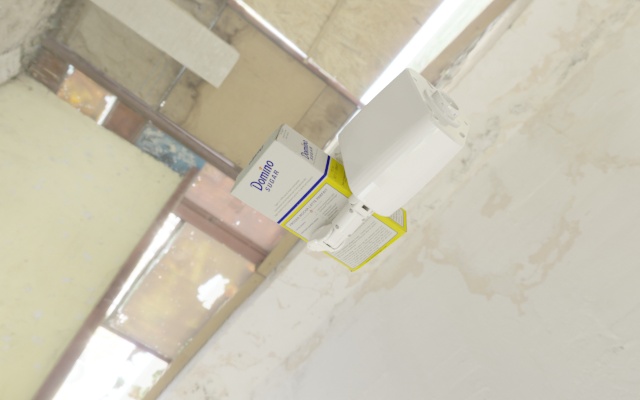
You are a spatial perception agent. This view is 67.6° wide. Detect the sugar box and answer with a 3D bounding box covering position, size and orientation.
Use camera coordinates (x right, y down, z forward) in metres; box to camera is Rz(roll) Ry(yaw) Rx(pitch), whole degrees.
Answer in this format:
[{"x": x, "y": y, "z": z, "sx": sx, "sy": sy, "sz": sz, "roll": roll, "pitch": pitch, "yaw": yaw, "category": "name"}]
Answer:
[{"x": 0.000, "y": 0.001, "z": 0.530, "sx": 0.176, "sy": 0.093, "sz": 0.048, "roll": 36, "pitch": 34, "yaw": -15, "category": "sugar box"}]
